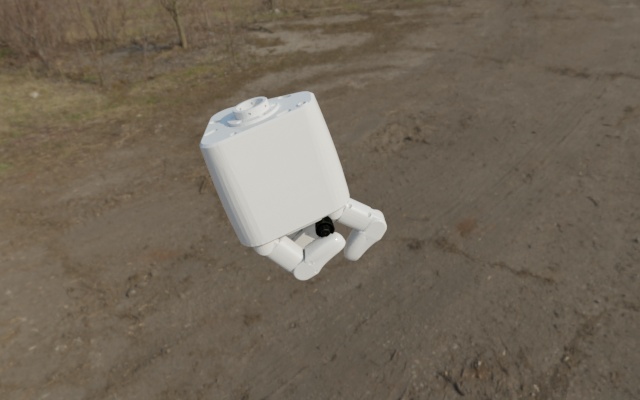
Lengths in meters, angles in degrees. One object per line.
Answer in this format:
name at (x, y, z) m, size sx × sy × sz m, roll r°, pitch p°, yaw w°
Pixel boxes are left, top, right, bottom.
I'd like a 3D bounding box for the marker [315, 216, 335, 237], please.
marker at (0.000, 0.002, 0.502) m, size 0.020 × 0.020 × 0.121 m, roll 0°, pitch 29°, yaw -5°
